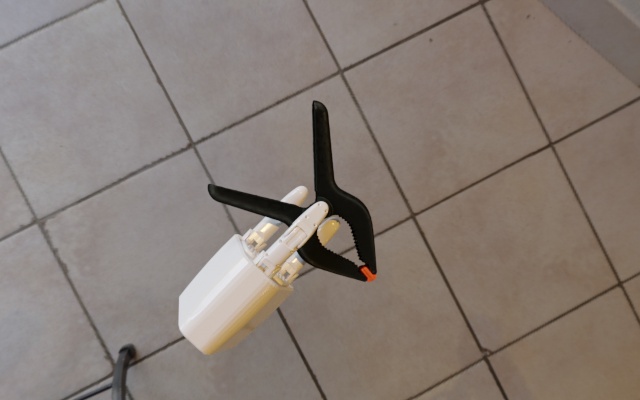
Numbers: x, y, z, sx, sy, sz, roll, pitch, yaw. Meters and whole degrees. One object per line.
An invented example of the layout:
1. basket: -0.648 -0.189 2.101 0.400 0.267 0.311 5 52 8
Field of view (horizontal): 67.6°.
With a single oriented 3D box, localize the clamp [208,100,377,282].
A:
1. clamp: 0.000 0.002 0.547 0.210 0.164 0.036 44 -1 -4
